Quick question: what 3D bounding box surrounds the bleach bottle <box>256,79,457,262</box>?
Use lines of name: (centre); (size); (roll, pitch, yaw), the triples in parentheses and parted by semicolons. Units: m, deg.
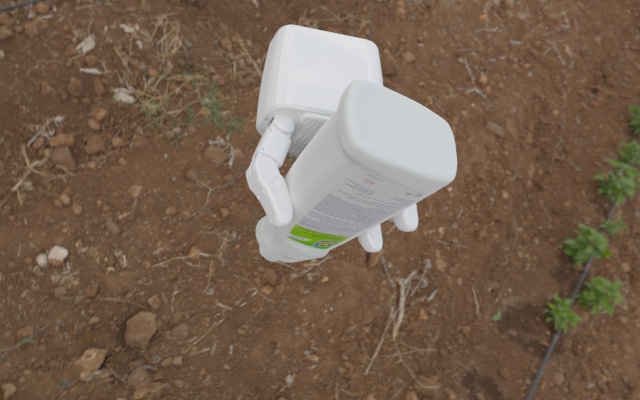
bleach bottle: (0.000, 0.001, 0.430); (0.102, 0.068, 0.251); (18, -33, -24)
